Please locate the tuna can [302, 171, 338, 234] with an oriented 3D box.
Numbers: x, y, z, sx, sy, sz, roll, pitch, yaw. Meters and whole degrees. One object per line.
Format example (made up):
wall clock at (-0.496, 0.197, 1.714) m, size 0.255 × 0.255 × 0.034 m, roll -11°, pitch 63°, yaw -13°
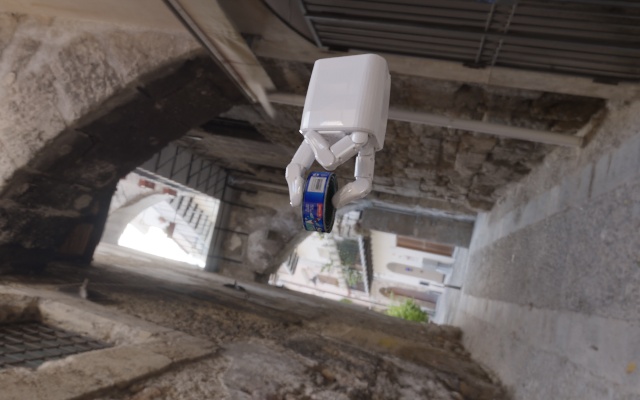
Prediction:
tuna can at (0.000, 0.002, 0.668) m, size 0.034 × 0.086 × 0.086 m, roll 5°, pitch 1°, yaw 12°
